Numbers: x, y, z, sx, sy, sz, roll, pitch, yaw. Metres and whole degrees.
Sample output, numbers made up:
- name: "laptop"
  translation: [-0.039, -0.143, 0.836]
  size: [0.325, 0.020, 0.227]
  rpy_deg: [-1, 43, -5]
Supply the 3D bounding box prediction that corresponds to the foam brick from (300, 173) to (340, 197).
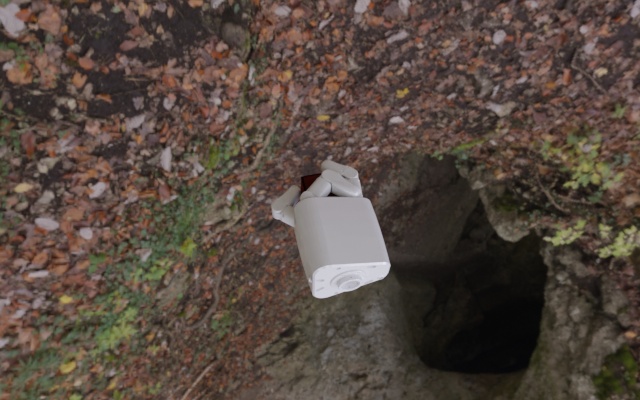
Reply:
- name: "foam brick"
  translation: [0.000, 0.002, 0.715]
  size: [0.053, 0.051, 0.078]
  rpy_deg: [-10, -34, -8]
